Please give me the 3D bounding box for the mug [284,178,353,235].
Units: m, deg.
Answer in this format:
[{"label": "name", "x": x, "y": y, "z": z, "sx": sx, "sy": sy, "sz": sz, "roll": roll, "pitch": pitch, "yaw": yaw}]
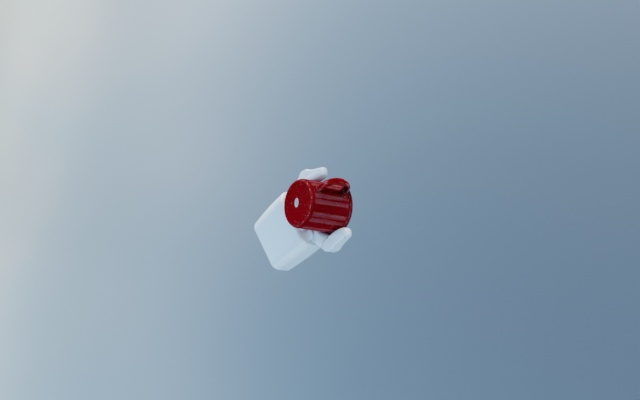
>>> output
[{"label": "mug", "x": 0.001, "y": 0.002, "z": 0.785, "sx": 0.081, "sy": 0.093, "sz": 0.117, "roll": 9, "pitch": -39, "yaw": -38}]
